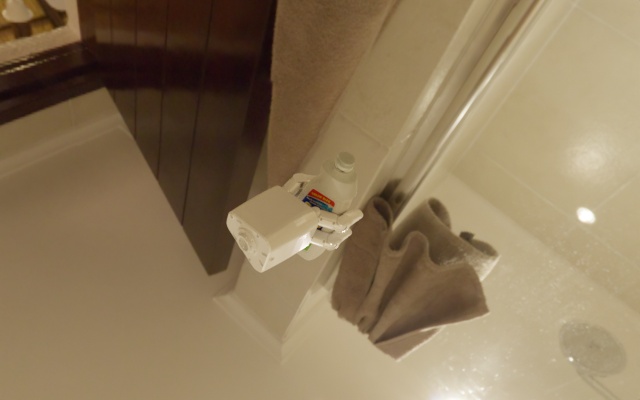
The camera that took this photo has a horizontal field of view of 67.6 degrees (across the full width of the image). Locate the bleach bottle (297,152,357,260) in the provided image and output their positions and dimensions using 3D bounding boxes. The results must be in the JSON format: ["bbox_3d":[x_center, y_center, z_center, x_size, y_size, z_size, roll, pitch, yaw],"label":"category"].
[{"bbox_3d":[0.000,0.003,0.854,0.068,0.102,0.251,-32,-21,-37],"label":"bleach bottle"}]
